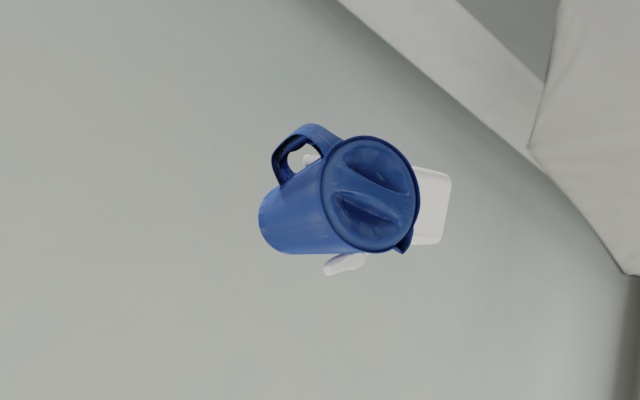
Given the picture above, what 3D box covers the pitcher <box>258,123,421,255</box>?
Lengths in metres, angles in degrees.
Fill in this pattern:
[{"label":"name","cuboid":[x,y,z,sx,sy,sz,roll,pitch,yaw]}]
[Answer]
[{"label":"pitcher","cuboid":[0.000,0.002,0.626,0.145,0.149,0.243,4,-11,-27]}]
